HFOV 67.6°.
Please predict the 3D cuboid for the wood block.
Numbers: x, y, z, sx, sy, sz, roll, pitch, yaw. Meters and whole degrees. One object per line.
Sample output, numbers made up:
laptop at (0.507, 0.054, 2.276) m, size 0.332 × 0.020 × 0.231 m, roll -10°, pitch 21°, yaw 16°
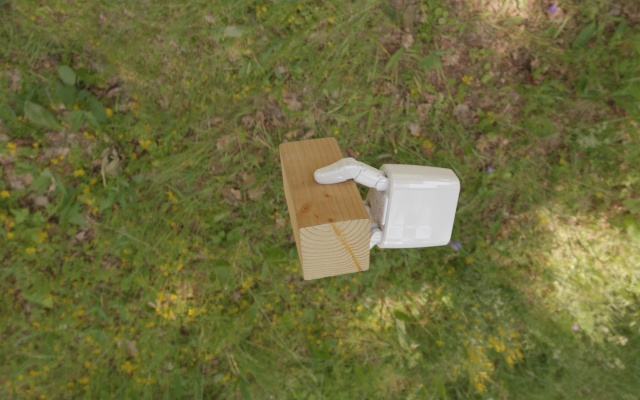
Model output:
wood block at (0.001, 0.002, 0.678) m, size 0.090 × 0.091 × 0.206 m, roll -8°, pitch 37°, yaw -8°
